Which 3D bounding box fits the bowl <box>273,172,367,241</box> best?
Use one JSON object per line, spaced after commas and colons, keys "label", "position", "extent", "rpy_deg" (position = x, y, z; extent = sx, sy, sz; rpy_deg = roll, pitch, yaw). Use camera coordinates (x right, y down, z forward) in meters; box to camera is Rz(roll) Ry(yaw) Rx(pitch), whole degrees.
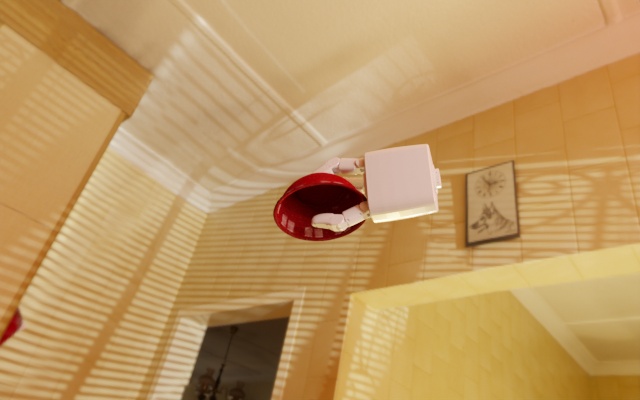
{"label": "bowl", "position": [-0.001, 0.002, 0.814], "extent": [0.162, 0.055, 0.162], "rpy_deg": [-4, -39, -3]}
